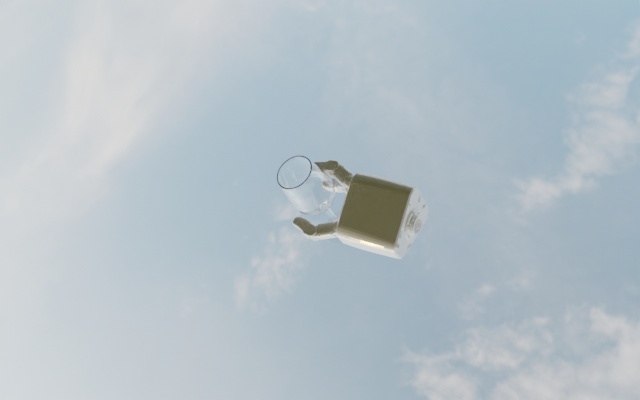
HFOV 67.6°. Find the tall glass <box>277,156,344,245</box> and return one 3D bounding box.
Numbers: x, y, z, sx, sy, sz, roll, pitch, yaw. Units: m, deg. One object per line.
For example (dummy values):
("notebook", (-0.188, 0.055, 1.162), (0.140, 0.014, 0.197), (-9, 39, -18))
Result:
("tall glass", (0.000, 0.003, 0.820), (0.079, 0.079, 0.201), (0, -28, 29))
